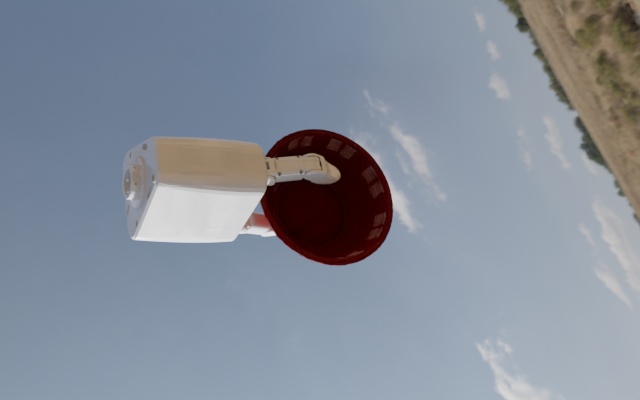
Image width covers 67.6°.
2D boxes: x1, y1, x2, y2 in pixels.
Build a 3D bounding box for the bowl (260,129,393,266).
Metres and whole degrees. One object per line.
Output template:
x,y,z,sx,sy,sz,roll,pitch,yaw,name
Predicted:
0.001,0.002,0.546,0.162,0.162,0.055,0,-22,-24,bowl
